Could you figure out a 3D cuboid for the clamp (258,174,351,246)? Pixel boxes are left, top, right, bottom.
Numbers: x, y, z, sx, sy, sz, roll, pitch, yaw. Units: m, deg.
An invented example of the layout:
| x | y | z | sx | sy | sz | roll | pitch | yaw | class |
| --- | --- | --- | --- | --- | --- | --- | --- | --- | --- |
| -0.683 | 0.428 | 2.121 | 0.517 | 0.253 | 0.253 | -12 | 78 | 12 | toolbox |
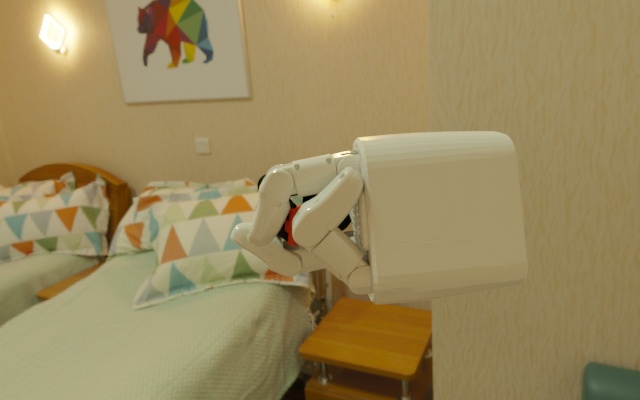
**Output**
| x | y | z | sx | sy | sz | roll | pitch | yaw | class |
| --- | --- | --- | --- | --- | --- | --- | --- | --- | --- |
| 0.000 | 0.001 | 0.427 | 0.120 | 0.039 | 0.171 | -5 | 16 | -3 | clamp |
